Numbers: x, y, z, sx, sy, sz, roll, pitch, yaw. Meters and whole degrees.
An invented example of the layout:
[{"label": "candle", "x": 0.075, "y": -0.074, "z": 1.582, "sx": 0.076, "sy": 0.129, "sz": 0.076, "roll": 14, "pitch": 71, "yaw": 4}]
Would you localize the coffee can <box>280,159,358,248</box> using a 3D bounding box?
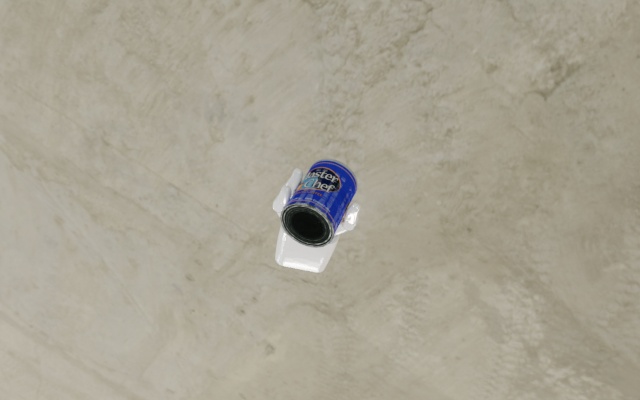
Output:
[{"label": "coffee can", "x": 0.000, "y": 0.003, "z": 0.886, "sx": 0.103, "sy": 0.103, "sz": 0.140, "roll": 0, "pitch": 38, "yaw": 27}]
